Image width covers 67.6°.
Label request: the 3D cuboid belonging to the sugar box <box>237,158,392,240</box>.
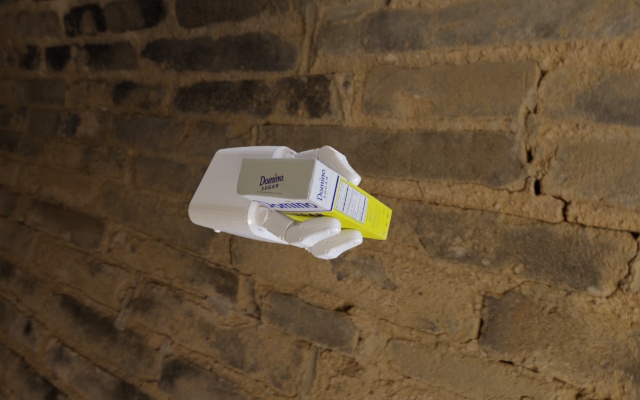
[{"bbox_3d":[0.000,0.002,0.523,0.093,0.048,0.176,4,-11,34],"label":"sugar box"}]
